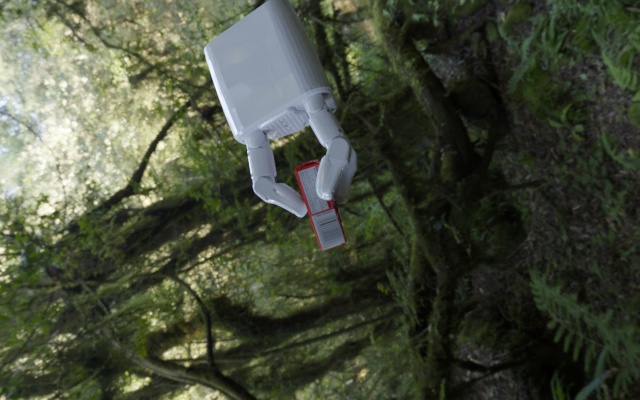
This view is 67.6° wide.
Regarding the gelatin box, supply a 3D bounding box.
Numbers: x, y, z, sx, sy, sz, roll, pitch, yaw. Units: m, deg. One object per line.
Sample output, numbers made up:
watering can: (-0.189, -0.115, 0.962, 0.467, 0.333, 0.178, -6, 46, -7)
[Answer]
gelatin box: (0.000, 0.002, 0.505, 0.030, 0.089, 0.073, -18, 6, 0)
